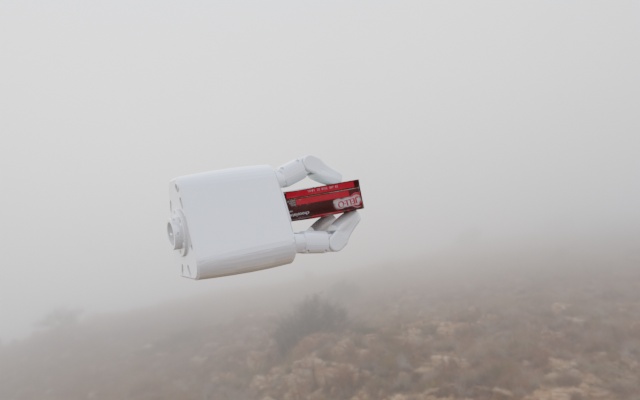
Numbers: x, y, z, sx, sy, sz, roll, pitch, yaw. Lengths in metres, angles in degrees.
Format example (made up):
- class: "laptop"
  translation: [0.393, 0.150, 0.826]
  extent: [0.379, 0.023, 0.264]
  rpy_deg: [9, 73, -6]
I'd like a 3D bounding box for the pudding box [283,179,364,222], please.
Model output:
- class: "pudding box"
  translation: [0.000, 0.002, 0.578]
  extent: [0.090, 0.039, 0.113]
  rpy_deg: [-9, 1, -2]
